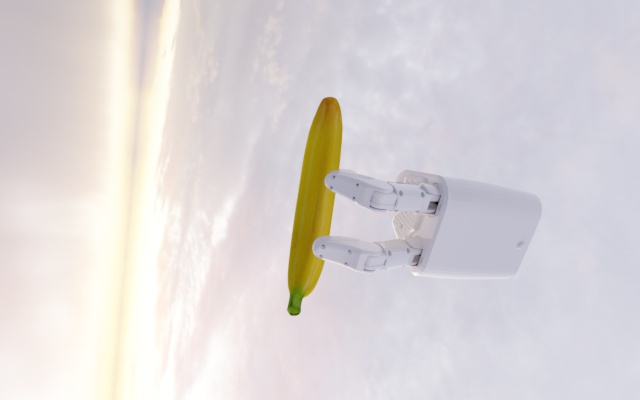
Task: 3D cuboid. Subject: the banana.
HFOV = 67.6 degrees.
[{"bbox_3d":[-0.004,0.005,0.452,0.037,0.198,0.069,8,-2,-9],"label":"banana"}]
